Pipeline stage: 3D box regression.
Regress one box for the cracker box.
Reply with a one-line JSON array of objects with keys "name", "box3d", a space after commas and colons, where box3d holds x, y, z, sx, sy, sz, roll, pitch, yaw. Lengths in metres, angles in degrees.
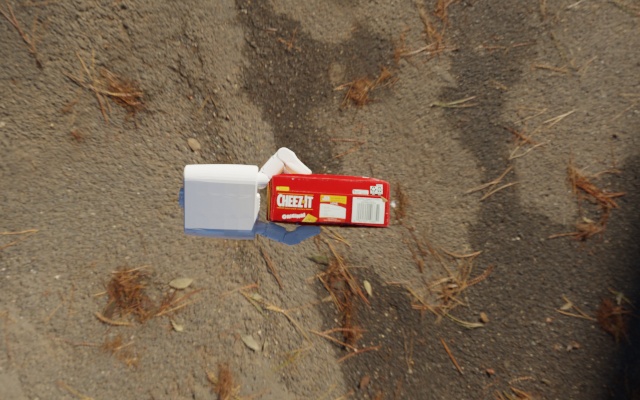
[{"name": "cracker box", "box3d": [0.000, 0.003, 0.740, 0.164, 0.072, 0.213, 3, -1, -8]}]
